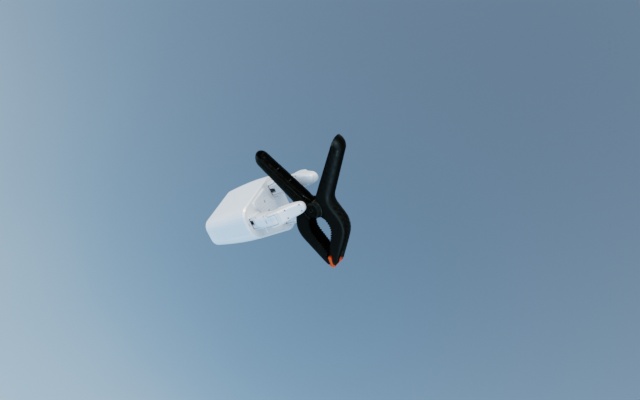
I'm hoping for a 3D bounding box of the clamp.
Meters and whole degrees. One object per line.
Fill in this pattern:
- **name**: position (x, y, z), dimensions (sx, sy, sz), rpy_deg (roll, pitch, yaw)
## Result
- **clamp**: position (0.000, 0.003, 0.719), dimensions (0.164, 0.210, 0.036), rpy_deg (-14, 16, 40)
